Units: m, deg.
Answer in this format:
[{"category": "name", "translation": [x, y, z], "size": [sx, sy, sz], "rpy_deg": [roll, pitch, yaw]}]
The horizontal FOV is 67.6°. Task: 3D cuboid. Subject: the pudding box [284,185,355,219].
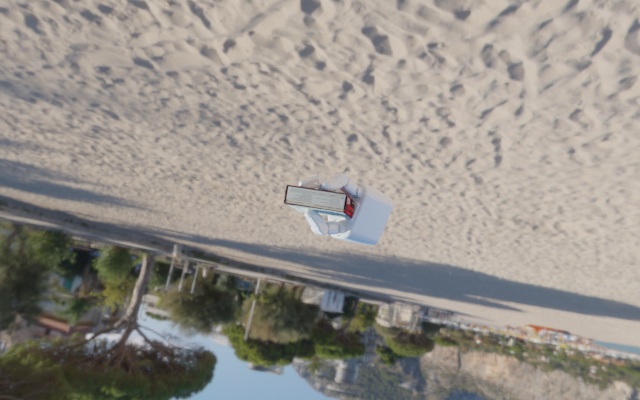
[{"category": "pudding box", "translation": [0.000, 0.003, 0.862], "size": [0.113, 0.039, 0.090], "rpy_deg": [7, -8, 13]}]
